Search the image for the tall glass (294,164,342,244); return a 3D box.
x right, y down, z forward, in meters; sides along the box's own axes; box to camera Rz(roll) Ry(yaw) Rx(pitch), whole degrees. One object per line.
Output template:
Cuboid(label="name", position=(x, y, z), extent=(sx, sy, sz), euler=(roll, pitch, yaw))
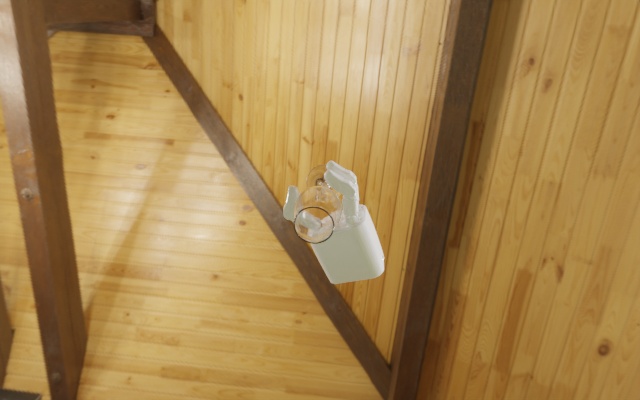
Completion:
Cuboid(label="tall glass", position=(0.000, 0.002, 0.811), extent=(0.079, 0.079, 0.201), euler=(0, 21, 6))
